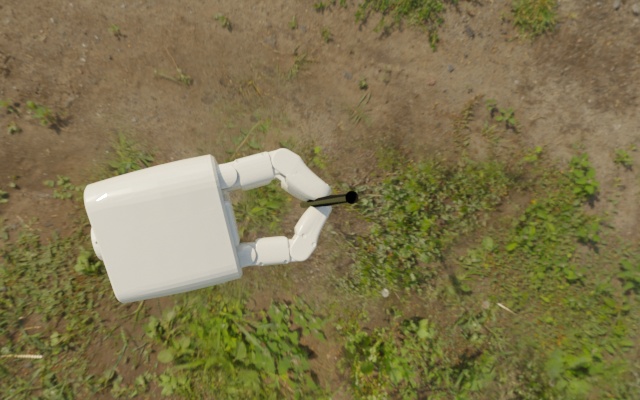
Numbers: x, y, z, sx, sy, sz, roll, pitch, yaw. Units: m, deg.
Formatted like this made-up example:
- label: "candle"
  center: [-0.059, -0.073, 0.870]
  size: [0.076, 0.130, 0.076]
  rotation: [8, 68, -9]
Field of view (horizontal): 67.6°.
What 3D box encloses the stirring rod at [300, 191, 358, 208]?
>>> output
- label: "stirring rod"
  center: [0.000, 0.001, 0.403]
  size: [0.011, 0.011, 0.239]
  rotation: [0, -1, -9]
